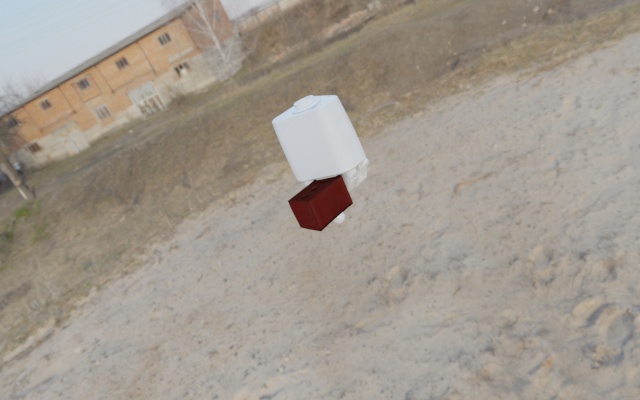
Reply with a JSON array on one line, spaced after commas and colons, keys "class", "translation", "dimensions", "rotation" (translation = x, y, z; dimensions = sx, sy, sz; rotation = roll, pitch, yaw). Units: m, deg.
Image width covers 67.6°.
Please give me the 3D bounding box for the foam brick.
[{"class": "foam brick", "translation": [0.000, 0.003, 0.728], "dimensions": [0.053, 0.051, 0.078], "rotation": [4, 36, 49]}]
